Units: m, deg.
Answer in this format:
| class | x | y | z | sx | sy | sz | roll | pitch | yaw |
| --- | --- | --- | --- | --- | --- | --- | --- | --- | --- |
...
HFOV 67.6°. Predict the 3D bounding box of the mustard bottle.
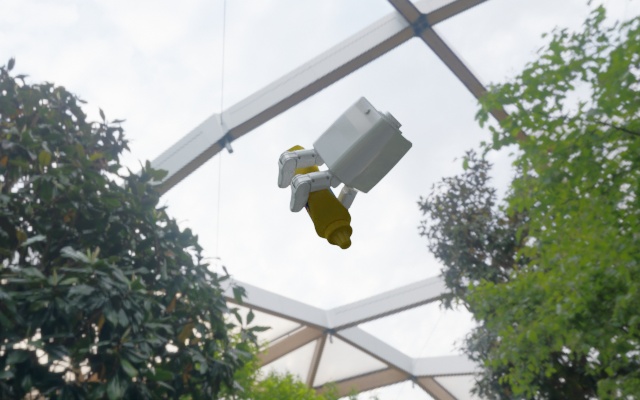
| class | x | y | z | sx | sy | sz | roll | pitch | yaw |
| --- | --- | --- | --- | --- | --- | --- | --- | --- | --- |
| mustard bottle | 0.000 | 0.002 | 0.730 | 0.058 | 0.191 | 0.096 | -28 | -42 | -4 |
